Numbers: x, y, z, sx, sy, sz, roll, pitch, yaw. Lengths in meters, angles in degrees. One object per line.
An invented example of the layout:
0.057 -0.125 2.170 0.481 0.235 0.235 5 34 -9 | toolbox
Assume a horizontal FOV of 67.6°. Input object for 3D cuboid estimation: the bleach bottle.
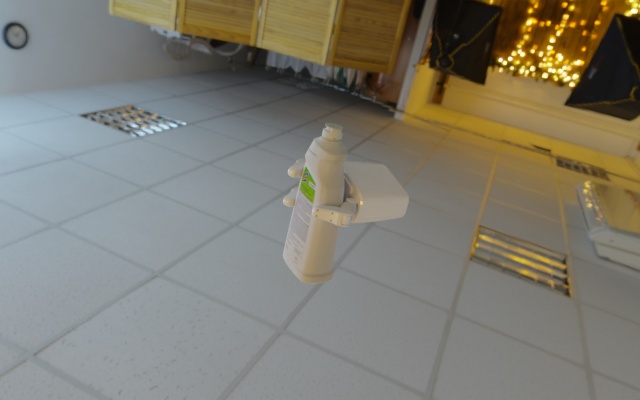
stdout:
0.000 0.003 0.772 0.068 0.251 0.102 -2 27 -31 | bleach bottle
